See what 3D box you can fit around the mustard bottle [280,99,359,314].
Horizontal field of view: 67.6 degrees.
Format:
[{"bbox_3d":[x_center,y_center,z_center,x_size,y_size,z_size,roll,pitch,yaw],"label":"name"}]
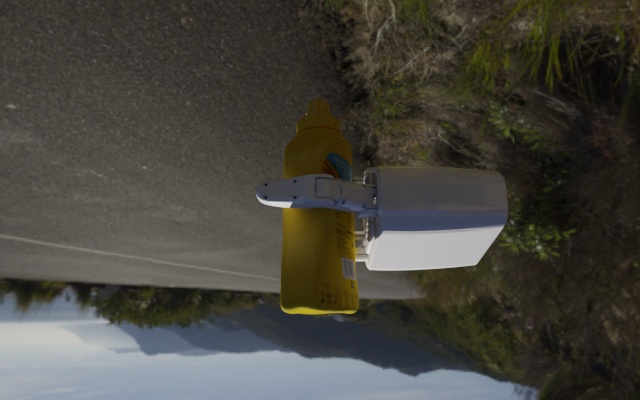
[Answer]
[{"bbox_3d":[0.000,0.002,0.421,0.058,0.191,0.096,-6,-15,22],"label":"mustard bottle"}]
